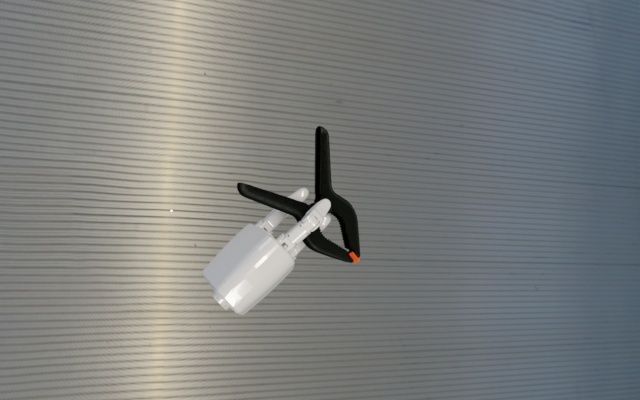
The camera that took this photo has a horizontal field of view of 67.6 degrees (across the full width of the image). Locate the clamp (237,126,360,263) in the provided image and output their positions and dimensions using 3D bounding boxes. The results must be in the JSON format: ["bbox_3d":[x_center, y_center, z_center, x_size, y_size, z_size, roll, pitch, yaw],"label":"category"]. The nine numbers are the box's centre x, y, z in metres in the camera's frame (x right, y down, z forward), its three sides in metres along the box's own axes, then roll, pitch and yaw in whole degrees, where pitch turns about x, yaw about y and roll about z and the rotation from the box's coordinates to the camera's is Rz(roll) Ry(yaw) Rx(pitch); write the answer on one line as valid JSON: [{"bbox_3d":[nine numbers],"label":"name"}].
[{"bbox_3d":[0.001,0.003,0.724,0.164,0.210,0.036,-44,11,-15],"label":"clamp"}]
